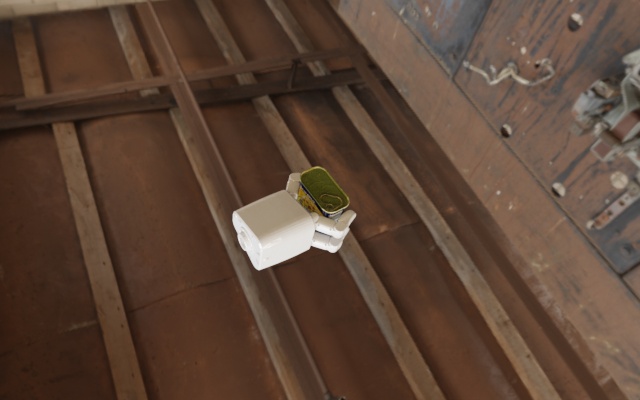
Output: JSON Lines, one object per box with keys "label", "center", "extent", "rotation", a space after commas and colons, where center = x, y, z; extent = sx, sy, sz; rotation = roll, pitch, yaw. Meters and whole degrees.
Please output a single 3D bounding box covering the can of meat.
{"label": "can of meat", "center": [0.000, 0.003, 0.882], "extent": [0.057, 0.102, 0.084], "rotation": [-25, -27, -27]}
